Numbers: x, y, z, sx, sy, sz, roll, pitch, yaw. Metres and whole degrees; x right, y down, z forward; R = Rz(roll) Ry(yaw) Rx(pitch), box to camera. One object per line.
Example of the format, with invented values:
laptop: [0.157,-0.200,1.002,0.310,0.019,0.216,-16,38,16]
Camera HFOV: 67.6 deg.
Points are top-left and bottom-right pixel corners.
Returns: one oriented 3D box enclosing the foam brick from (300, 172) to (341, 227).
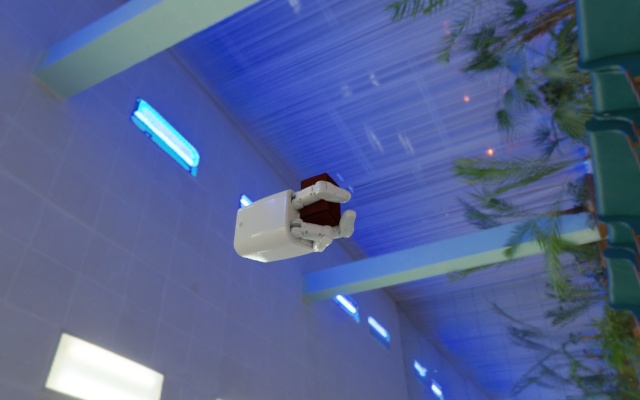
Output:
foam brick: [0.000,0.002,0.801,0.051,0.078,0.053,-18,-39,23]
